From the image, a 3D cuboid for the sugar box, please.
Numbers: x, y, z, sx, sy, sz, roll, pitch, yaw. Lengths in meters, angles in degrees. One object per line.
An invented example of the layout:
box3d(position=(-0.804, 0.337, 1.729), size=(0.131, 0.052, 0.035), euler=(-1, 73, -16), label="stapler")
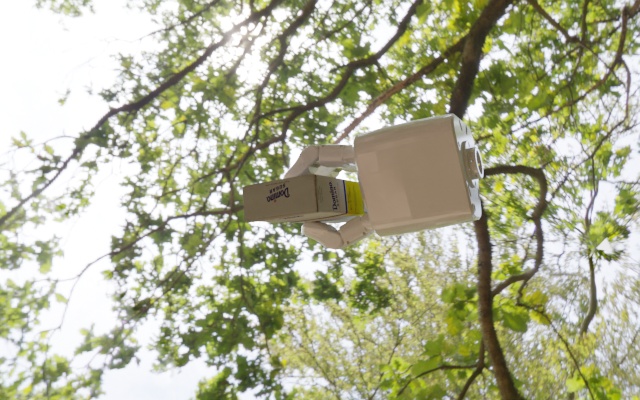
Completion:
box3d(position=(0.000, 0.001, 0.556), size=(0.093, 0.048, 0.176), euler=(-9, -9, 28), label="sugar box")
